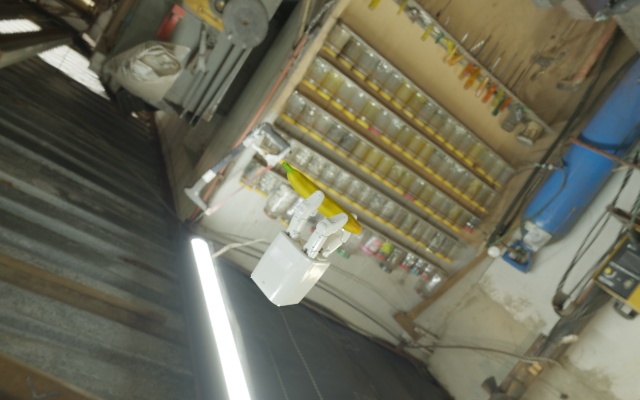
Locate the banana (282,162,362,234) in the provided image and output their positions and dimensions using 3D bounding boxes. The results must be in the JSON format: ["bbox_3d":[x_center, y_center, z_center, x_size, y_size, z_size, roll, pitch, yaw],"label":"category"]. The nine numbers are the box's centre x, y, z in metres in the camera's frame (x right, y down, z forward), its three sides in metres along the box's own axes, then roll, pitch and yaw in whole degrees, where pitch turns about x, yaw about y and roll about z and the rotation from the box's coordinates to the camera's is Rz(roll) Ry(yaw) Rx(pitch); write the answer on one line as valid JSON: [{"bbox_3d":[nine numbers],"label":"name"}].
[{"bbox_3d":[0.002,0.002,0.909,0.197,0.037,0.069,40,4,13],"label":"banana"}]
